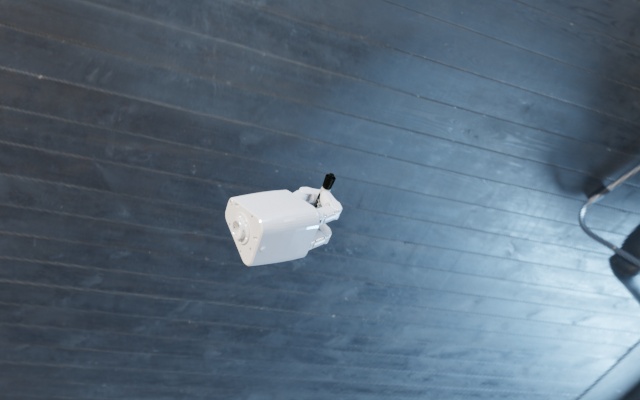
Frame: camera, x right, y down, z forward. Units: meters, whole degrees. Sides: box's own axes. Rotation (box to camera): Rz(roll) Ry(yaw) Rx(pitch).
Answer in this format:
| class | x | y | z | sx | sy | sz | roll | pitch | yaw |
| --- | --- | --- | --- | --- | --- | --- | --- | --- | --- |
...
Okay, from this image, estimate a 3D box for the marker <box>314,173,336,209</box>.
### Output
| class | x | y | z | sx | sy | sz | roll | pitch | yaw |
| --- | --- | --- | --- | --- | --- | --- | --- | --- | --- |
| marker | 0.000 | 0.003 | 0.852 | 0.020 | 0.121 | 0.020 | 16 | 32 | -10 |
